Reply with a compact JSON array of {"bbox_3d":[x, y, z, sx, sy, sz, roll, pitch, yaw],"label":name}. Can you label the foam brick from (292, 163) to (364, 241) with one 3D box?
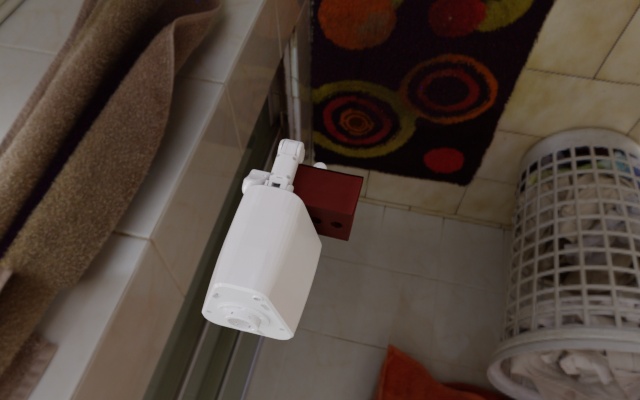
[{"bbox_3d":[0.000,0.002,0.498,0.078,0.051,0.053,12,-35,5],"label":"foam brick"}]
